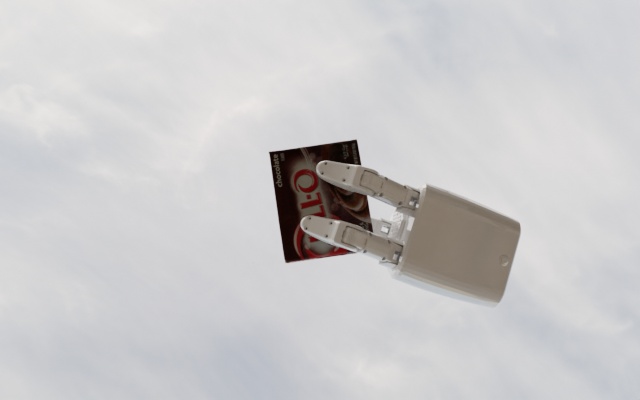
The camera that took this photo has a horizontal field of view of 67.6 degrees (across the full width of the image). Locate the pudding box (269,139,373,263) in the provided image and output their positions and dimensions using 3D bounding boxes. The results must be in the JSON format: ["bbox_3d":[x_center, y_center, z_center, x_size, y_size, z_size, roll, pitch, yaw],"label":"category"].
[{"bbox_3d":[0.000,0.002,0.480,0.090,0.113,0.039,-9,-8,-6],"label":"pudding box"}]
